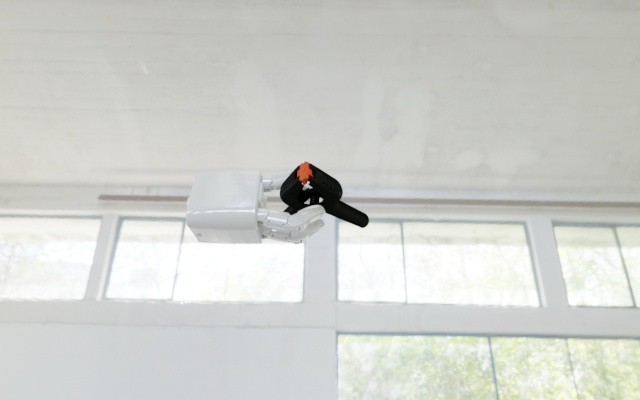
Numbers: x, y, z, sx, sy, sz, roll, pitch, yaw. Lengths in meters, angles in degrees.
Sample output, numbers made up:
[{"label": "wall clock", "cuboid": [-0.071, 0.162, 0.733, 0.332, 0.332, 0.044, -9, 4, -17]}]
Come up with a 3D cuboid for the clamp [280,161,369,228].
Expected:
[{"label": "clamp", "cuboid": [0.000, 0.001, 0.746, 0.164, 0.036, 0.210, -1, -25, 0]}]
